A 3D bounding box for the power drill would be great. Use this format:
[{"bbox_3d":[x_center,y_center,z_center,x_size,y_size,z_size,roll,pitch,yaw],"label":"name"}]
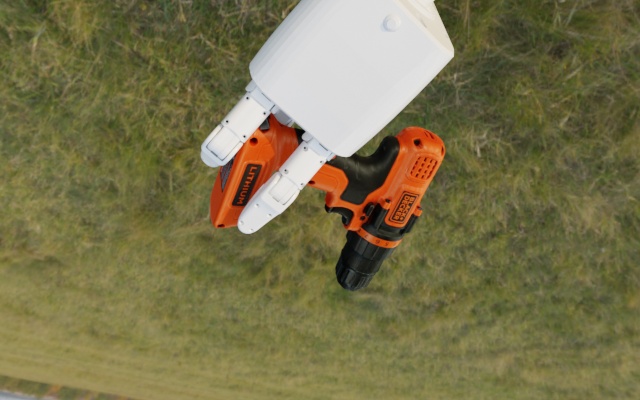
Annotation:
[{"bbox_3d":[0.000,0.001,0.437,0.188,0.184,0.057,12,28,-24],"label":"power drill"}]
